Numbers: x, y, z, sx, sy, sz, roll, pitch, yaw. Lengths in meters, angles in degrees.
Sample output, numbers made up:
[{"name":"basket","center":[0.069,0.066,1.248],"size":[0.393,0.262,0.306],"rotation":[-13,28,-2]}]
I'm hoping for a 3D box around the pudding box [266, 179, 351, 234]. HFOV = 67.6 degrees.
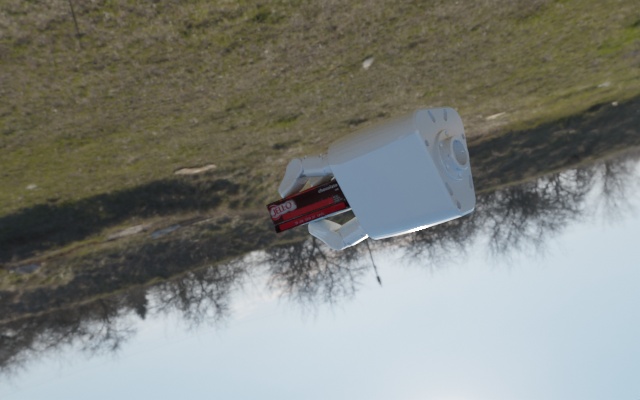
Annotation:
[{"name":"pudding box","center":[0.000,0.002,0.553],"size":[0.090,0.039,0.113],"rotation":[-19,-3,15]}]
